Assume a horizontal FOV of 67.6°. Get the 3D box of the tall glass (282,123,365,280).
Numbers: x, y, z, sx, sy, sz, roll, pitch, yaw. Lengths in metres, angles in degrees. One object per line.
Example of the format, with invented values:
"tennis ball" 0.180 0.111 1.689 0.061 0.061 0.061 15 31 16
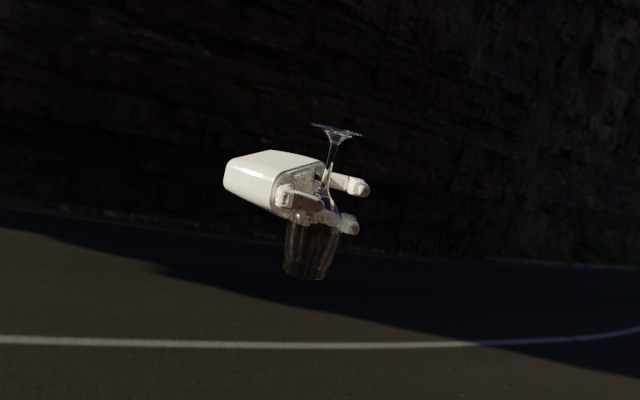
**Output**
"tall glass" 0.000 0.001 0.643 0.079 0.201 0.079 13 8 -2
